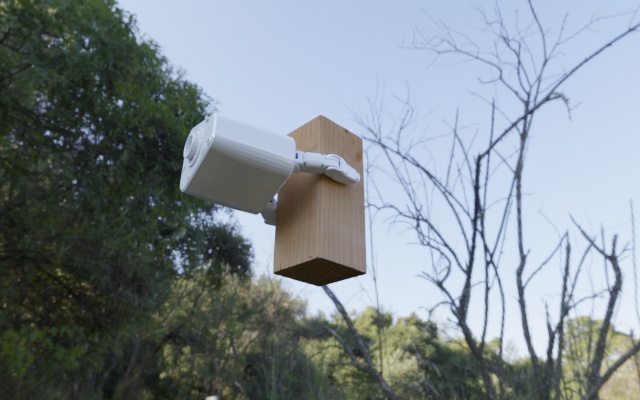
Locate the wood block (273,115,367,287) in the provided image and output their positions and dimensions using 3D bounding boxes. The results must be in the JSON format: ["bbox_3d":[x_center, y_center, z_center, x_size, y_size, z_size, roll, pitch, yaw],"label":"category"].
[{"bbox_3d":[0.000,0.002,0.656,0.090,0.206,0.091,24,-34,-39],"label":"wood block"}]
